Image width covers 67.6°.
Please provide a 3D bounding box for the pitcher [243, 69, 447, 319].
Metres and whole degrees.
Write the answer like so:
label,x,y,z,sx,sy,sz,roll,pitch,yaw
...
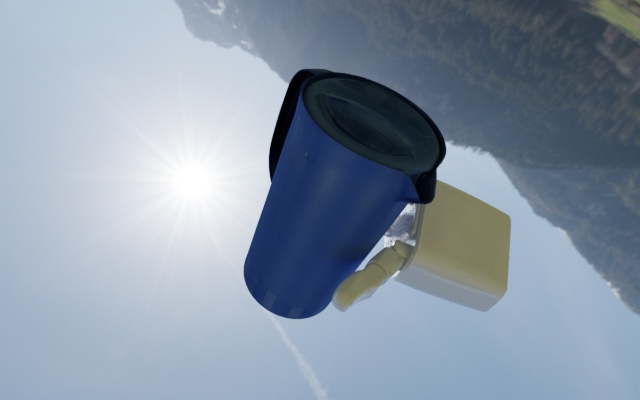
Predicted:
label,x,y,z,sx,sy,sz,roll,pitch,yaw
pitcher,0.000,0.002,0.475,0.145,0.243,0.149,22,39,-7
